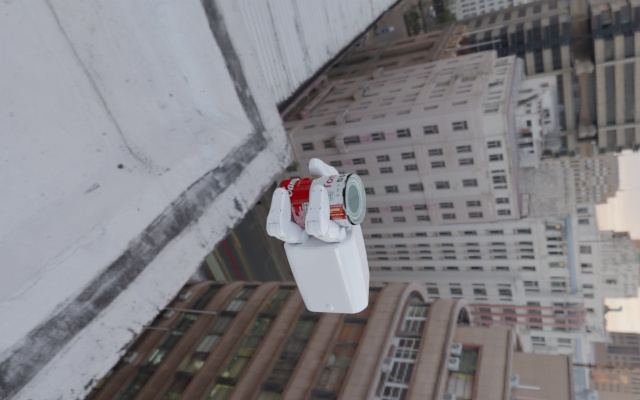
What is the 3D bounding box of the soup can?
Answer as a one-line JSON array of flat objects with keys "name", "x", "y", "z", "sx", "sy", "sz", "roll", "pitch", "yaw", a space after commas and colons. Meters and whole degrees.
[{"name": "soup can", "x": 0.000, "y": 0.002, "z": 0.622, "sx": 0.102, "sy": 0.068, "sz": 0.068, "roll": -4, "pitch": -2, "yaw": 27}]
